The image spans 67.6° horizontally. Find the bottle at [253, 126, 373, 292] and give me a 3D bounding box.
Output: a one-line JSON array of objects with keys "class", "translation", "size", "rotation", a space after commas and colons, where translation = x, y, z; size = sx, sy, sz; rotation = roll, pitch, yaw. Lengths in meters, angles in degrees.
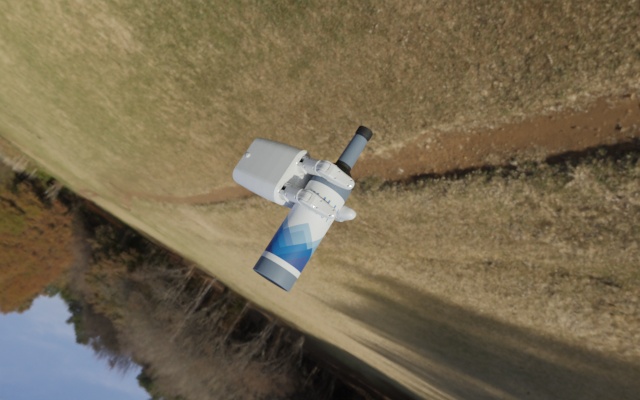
[{"class": "bottle", "translation": [0.000, 0.003, 0.767], "size": [0.069, 0.295, 0.069], "rotation": [30, -15, 9]}]
